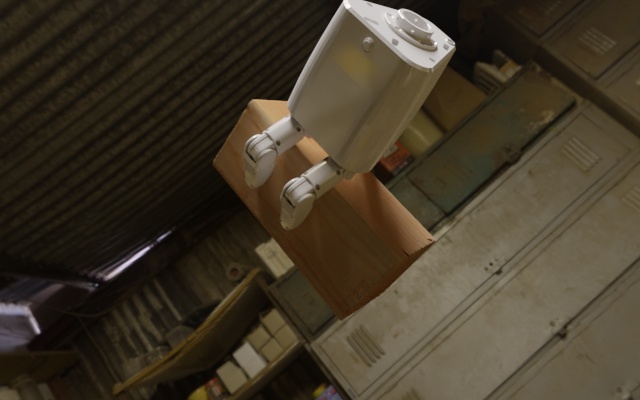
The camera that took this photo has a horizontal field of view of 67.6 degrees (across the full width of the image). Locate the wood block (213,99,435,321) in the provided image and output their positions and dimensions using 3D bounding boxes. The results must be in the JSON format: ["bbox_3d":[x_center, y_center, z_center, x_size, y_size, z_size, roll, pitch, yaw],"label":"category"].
[{"bbox_3d":[0.000,0.001,0.477,0.091,0.206,0.090,-14,-33,-55],"label":"wood block"}]
